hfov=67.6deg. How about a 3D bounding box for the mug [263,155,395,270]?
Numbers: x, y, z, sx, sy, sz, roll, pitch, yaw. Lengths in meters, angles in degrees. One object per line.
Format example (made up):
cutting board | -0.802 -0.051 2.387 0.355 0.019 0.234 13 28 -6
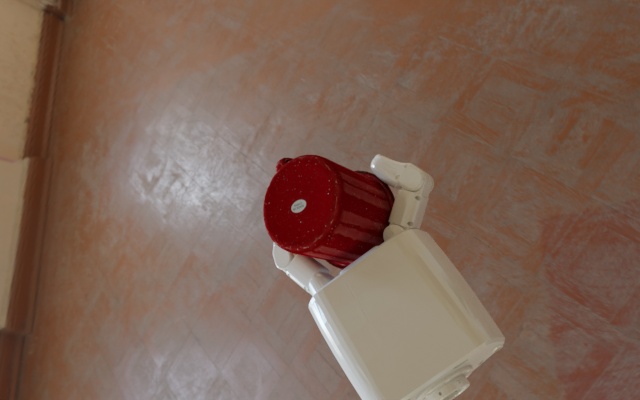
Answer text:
mug | -0.001 0.000 0.416 0.081 0.093 0.117 19 29 -51
